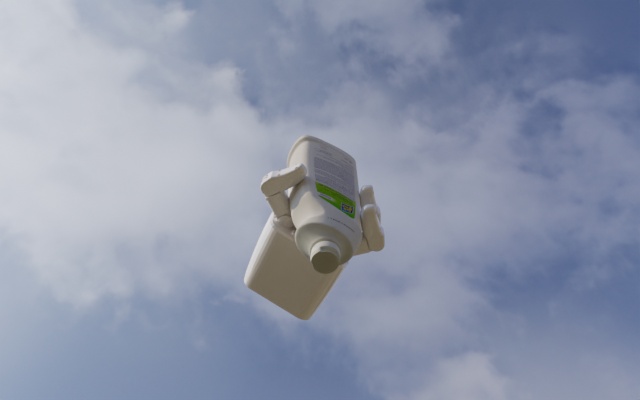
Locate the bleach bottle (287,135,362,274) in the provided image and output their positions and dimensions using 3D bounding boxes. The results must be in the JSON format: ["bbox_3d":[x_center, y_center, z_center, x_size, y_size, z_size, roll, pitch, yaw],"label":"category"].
[{"bbox_3d":[0.000,0.002,0.595,0.102,0.068,0.250,23,26,-10],"label":"bleach bottle"}]
